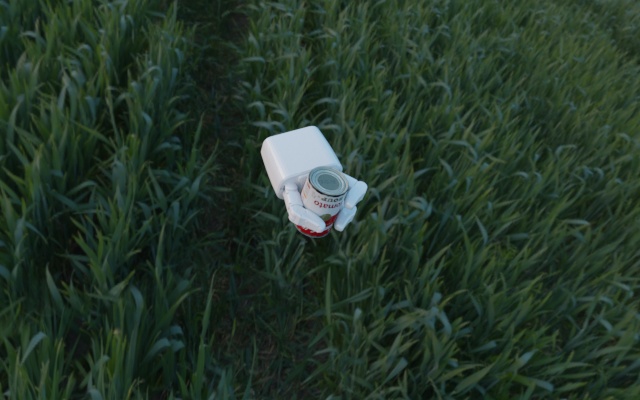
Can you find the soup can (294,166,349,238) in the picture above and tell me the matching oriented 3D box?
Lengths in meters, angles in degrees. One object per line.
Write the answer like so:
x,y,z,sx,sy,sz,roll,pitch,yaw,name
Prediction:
0.000,0.003,0.776,0.068,0.068,0.102,0,-43,-22,soup can
